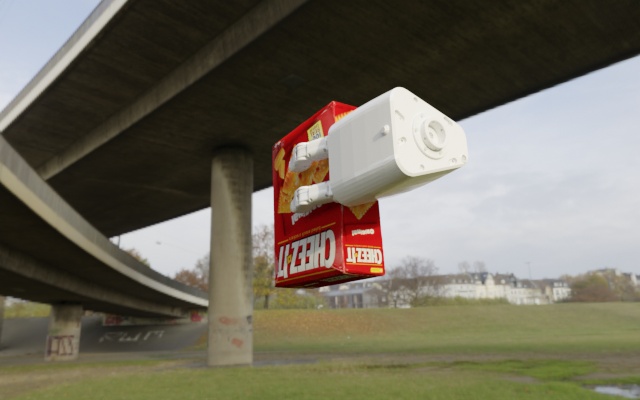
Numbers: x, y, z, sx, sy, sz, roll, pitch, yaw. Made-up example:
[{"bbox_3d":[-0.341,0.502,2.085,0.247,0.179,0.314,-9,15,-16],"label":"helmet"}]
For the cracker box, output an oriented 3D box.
[{"bbox_3d":[0.000,0.002,0.634,0.072,0.213,0.164,8,-19,-33],"label":"cracker box"}]
